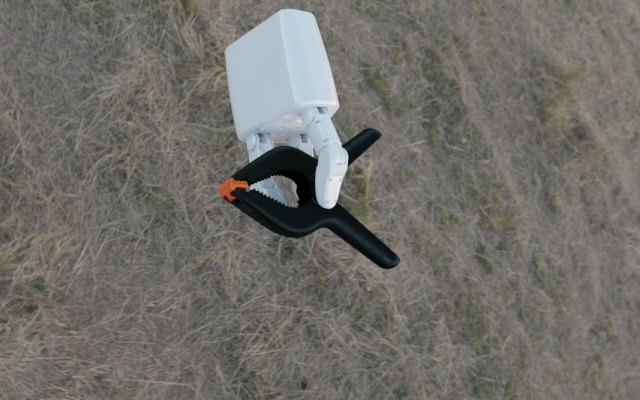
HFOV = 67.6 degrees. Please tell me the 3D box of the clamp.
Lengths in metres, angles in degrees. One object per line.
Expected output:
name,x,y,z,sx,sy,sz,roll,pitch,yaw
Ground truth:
clamp,0.000,0.001,0.496,0.210,0.164,0.036,-5,-13,-36
